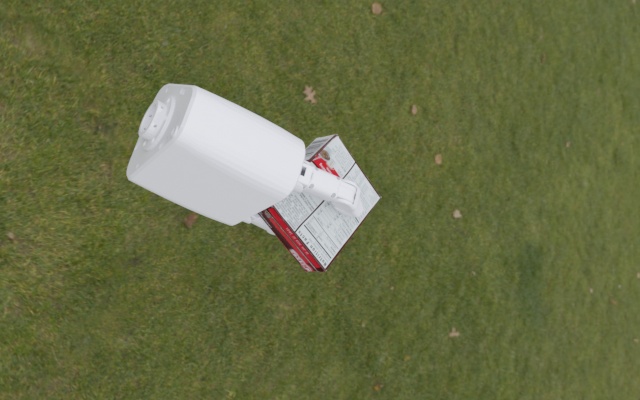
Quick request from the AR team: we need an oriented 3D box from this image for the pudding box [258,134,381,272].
[{"bbox_3d":[0.000,0.002,0.476,0.039,0.090,0.113,-6,36,53],"label":"pudding box"}]
